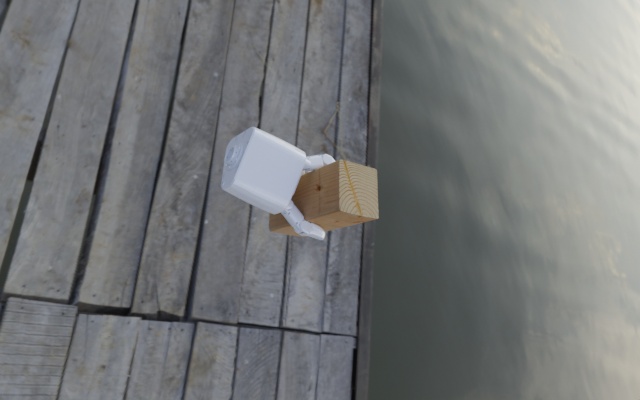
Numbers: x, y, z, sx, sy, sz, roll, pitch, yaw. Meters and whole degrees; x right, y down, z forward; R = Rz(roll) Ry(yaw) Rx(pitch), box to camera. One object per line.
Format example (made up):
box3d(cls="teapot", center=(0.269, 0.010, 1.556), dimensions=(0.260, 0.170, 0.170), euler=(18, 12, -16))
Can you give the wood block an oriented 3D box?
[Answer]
box3d(cls="wood block", center=(0.000, 0.003, 0.867), dimensions=(0.090, 0.090, 0.206), euler=(12, -19, -37))
